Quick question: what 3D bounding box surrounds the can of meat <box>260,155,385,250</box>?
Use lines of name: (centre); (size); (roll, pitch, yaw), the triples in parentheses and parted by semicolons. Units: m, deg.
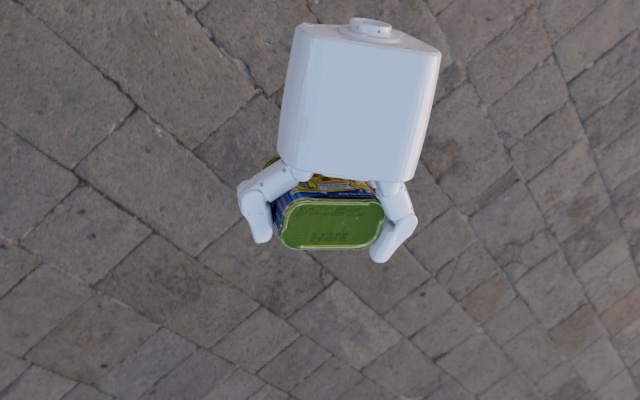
can of meat: (0.000, 0.002, 0.448); (0.102, 0.057, 0.084); (1, 30, -21)
